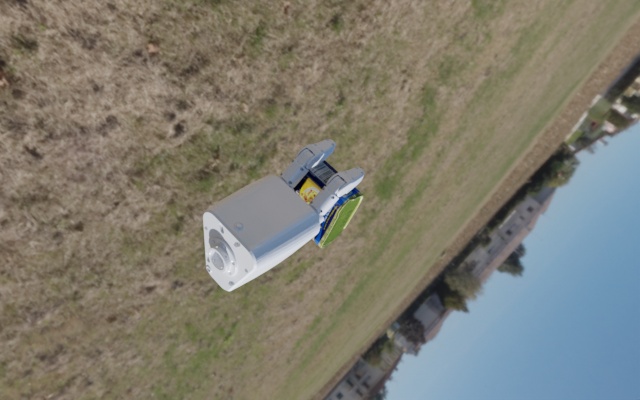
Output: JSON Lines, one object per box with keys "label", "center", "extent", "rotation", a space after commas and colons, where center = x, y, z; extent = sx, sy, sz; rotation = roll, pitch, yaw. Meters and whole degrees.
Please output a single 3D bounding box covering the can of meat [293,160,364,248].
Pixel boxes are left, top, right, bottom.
{"label": "can of meat", "center": [0.000, 0.002, 0.646], "extent": [0.084, 0.102, 0.057], "rotation": [43, 44, 18]}
